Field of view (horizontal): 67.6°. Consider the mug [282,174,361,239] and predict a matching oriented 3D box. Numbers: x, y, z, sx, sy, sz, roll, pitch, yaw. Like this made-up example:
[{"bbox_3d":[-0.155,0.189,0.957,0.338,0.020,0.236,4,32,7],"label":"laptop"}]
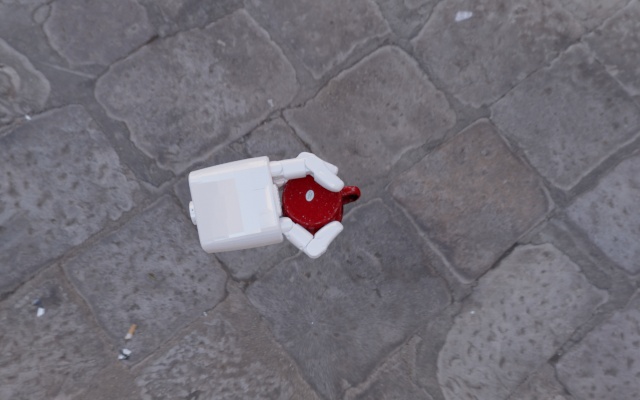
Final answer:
[{"bbox_3d":[0.002,0.002,0.674,0.117,0.093,0.081,-11,-14,-3],"label":"mug"}]
